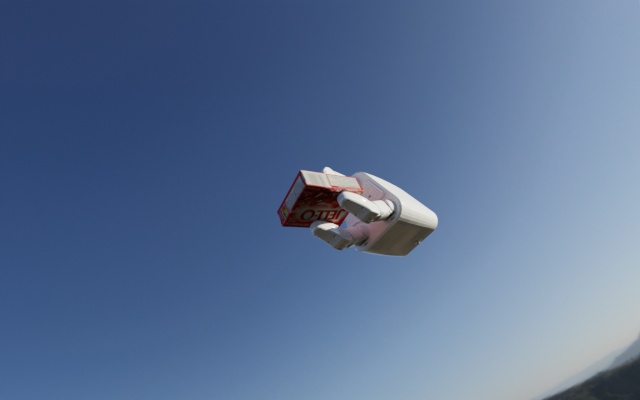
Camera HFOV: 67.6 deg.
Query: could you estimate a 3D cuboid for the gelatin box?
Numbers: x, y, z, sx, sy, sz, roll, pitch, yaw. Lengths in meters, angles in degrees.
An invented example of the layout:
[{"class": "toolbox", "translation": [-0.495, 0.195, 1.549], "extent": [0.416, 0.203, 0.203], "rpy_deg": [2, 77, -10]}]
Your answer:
[{"class": "gelatin box", "translation": [0.000, 0.002, 0.606], "extent": [0.089, 0.073, 0.030], "rpy_deg": [6, 42, -33]}]
